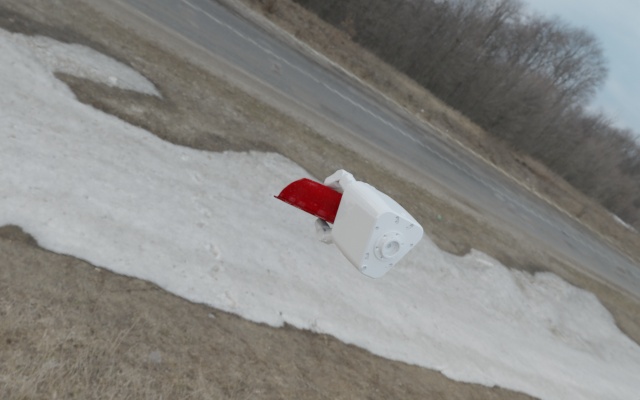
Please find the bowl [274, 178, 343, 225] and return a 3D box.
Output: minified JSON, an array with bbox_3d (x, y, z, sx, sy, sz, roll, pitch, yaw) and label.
[{"bbox_3d":[-0.001,0.002,0.851,0.162,0.055,0.162,24,-2,1],"label":"bowl"}]
